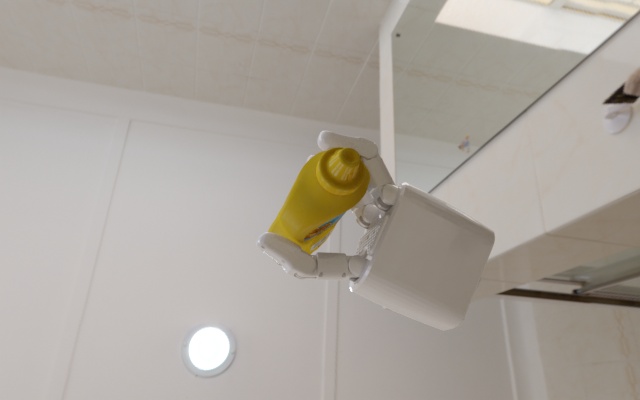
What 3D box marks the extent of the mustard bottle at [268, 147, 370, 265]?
[{"bbox_3d":[0.000,0.001,0.464,0.096,0.058,0.192,-38,-8,-25],"label":"mustard bottle"}]
